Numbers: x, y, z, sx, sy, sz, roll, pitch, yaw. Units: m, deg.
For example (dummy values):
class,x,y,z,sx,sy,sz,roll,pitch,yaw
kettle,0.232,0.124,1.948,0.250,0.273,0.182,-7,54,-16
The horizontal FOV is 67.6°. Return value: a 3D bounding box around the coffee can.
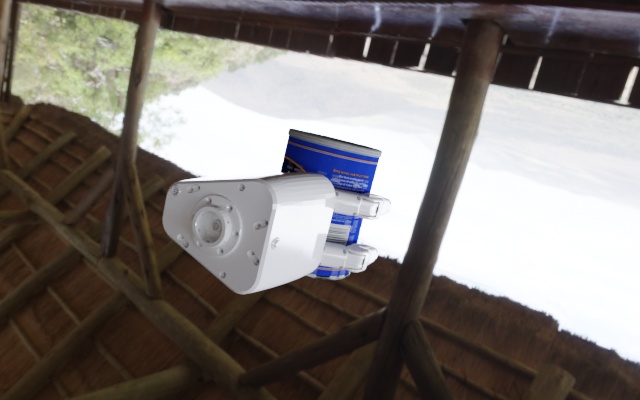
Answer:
class,x,y,z,sx,sy,sz,roll,pitch,yaw
coffee can,0.000,0.002,0.521,0.103,0.140,0.103,13,9,-2
